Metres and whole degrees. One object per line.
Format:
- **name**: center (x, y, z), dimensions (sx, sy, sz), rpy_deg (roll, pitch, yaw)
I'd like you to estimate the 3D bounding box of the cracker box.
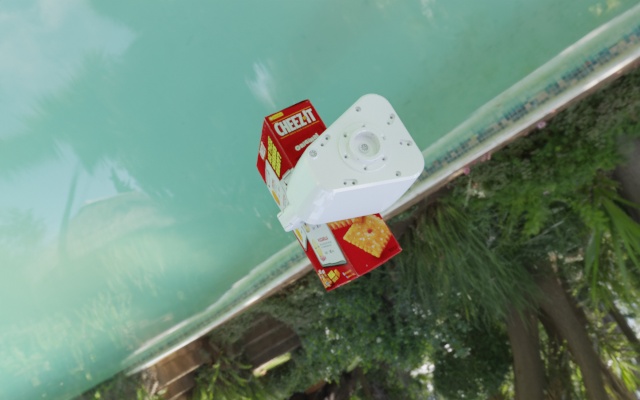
- **cracker box**: center (0.000, 0.002, 0.620), dimensions (0.072, 0.213, 0.164), rpy_deg (-27, -10, -18)
